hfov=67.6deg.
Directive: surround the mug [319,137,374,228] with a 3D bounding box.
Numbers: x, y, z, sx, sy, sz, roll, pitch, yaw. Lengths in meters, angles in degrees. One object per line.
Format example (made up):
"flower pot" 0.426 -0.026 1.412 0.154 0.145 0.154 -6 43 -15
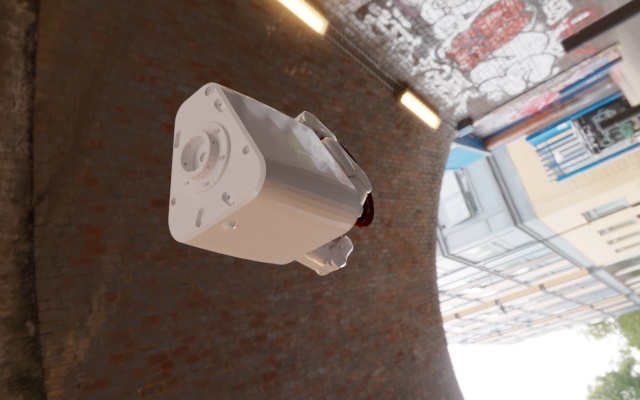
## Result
"mug" 0.001 0.002 0.474 0.081 0.093 0.117 -28 -30 27
